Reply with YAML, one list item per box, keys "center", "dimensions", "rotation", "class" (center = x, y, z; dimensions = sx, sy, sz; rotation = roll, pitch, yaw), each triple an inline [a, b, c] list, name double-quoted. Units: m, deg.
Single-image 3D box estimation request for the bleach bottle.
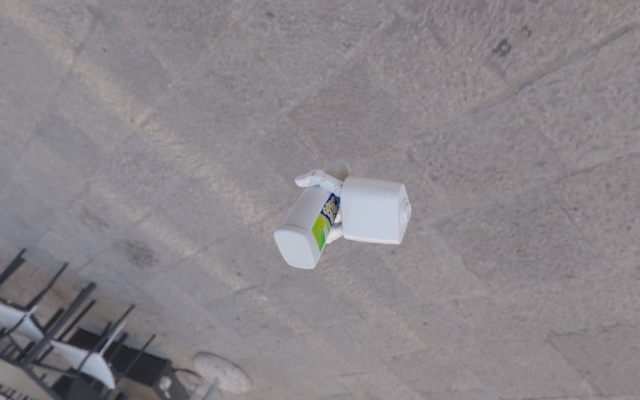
- center: [0.000, 0.003, 0.897]
  dimensions: [0.068, 0.103, 0.250]
  rotation: [6, 45, 24]
  class: "bleach bottle"
